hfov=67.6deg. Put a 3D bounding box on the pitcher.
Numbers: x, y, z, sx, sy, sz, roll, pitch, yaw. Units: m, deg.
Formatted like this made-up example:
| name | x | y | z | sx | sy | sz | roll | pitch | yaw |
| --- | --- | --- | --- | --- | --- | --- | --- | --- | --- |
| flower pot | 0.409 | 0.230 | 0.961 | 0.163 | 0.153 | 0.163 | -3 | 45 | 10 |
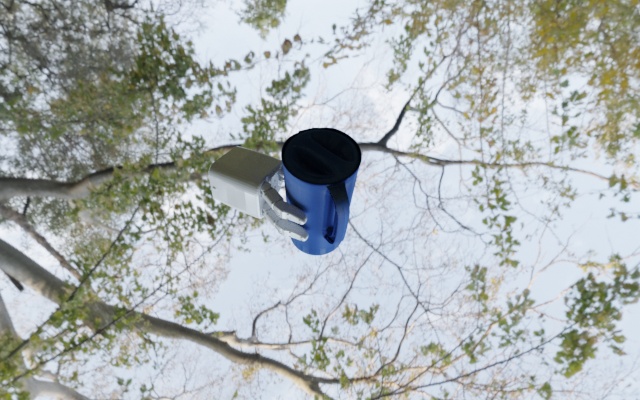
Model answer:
| name | x | y | z | sx | sy | sz | roll | pitch | yaw |
| --- | --- | --- | --- | --- | --- | --- | --- | --- | --- |
| pitcher | 0.000 | 0.003 | 0.866 | 0.145 | 0.149 | 0.243 | 19 | -37 | 12 |
